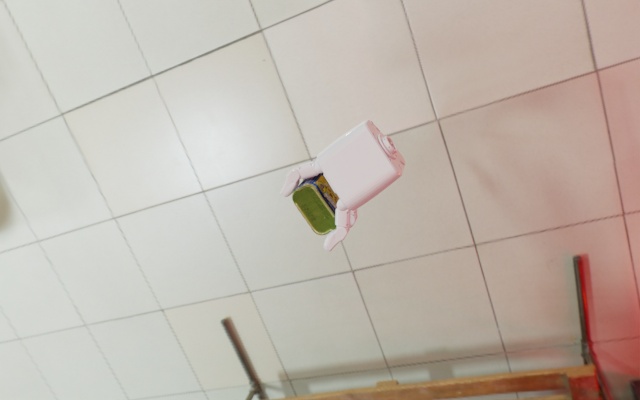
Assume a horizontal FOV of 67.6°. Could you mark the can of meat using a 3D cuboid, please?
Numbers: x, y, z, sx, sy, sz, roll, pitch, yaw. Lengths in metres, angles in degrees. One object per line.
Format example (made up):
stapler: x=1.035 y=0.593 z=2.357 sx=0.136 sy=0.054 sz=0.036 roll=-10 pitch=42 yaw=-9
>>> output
can of meat: x=0.000 y=0.003 z=0.860 sx=0.057 sy=0.102 sz=0.084 roll=-31 pitch=10 yaw=23
